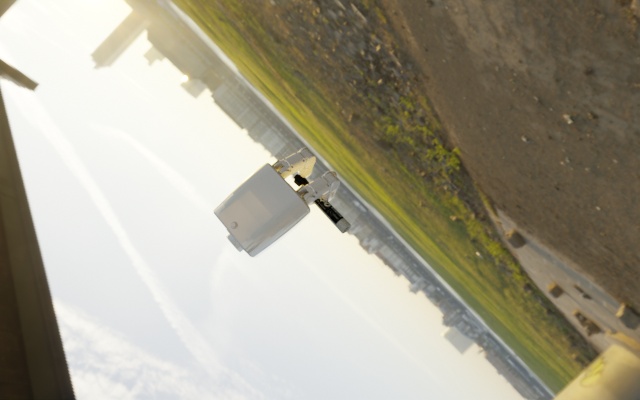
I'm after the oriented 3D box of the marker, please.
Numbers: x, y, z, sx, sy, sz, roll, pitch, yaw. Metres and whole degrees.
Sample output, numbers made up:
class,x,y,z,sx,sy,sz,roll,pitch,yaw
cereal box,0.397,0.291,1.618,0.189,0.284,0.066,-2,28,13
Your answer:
class,x,y,z,sx,sy,sz,roll,pitch,yaw
marker,0.000,0.002,0.730,0.121,0.020,0.020,46,20,20
